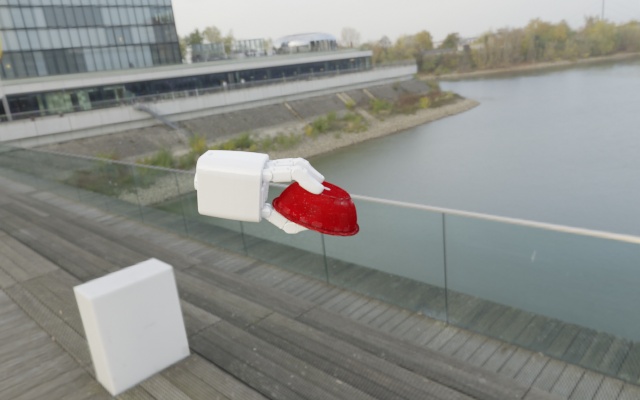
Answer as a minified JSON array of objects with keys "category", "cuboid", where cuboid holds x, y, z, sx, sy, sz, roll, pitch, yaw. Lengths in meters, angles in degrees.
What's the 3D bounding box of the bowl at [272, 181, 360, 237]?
[{"category":"bowl","cuboid":[0.002,0.003,0.832,0.162,0.055,0.162,18,16,-5]}]
